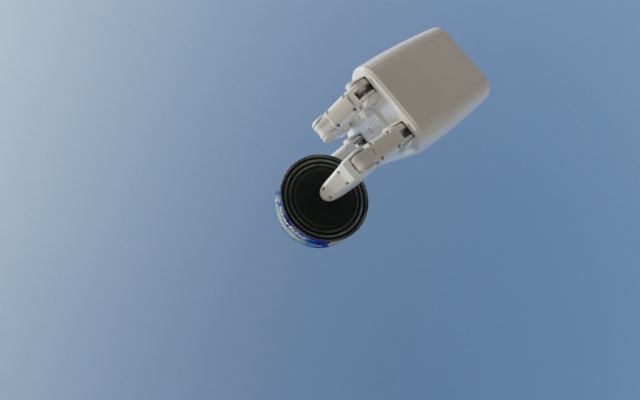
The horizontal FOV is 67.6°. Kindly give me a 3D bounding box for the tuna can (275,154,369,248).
[{"bbox_3d":[0.000,0.002,0.457,0.086,0.086,0.034,0,-18,-18],"label":"tuna can"}]
